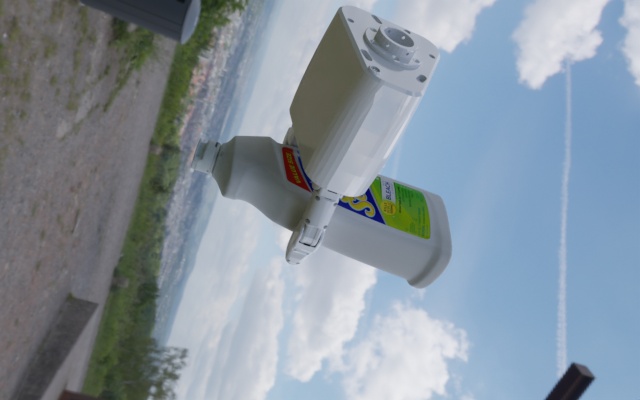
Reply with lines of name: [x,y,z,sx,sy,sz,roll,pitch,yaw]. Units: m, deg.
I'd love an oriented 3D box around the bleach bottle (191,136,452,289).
bleach bottle: [0.000,0.001,0.461,0.251,0.102,0.068,19,-46,-13]
